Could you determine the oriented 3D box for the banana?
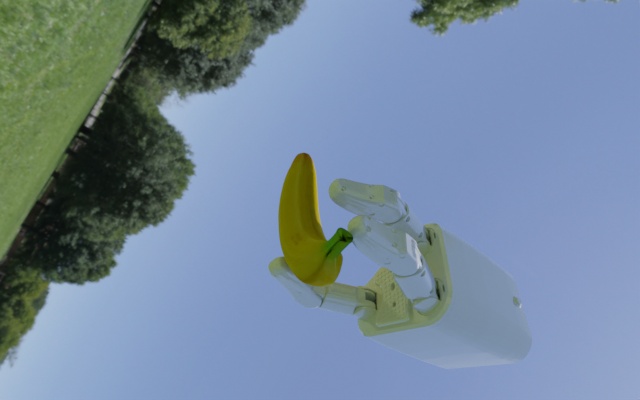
[{"bbox_3d":[-0.009,0.018,0.402,0.037,0.069,0.197,27,14,-21],"label":"banana"}]
